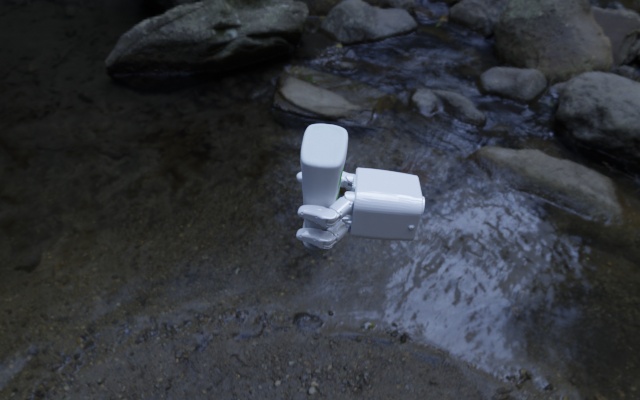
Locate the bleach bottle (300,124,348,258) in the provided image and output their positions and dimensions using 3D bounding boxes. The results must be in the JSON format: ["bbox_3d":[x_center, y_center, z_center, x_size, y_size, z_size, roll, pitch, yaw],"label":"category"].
[{"bbox_3d":[0.000,0.003,0.794,0.068,0.102,0.251,7,-43,3],"label":"bleach bottle"}]
